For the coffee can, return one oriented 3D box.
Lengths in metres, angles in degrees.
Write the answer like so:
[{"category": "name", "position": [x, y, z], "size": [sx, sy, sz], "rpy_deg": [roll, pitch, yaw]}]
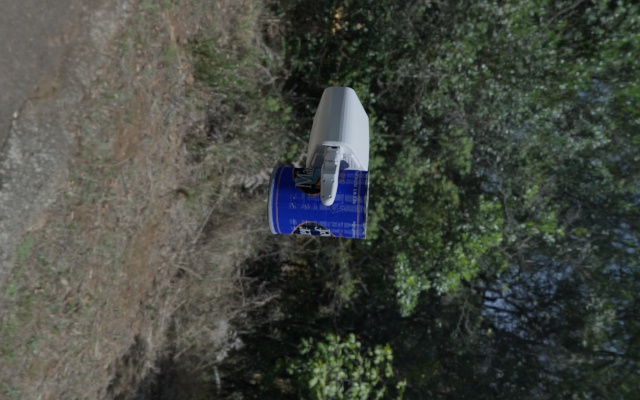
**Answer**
[{"category": "coffee can", "position": [0.000, 0.002, 0.713], "size": [0.140, 0.103, 0.103], "rpy_deg": [3, 0, 7]}]
